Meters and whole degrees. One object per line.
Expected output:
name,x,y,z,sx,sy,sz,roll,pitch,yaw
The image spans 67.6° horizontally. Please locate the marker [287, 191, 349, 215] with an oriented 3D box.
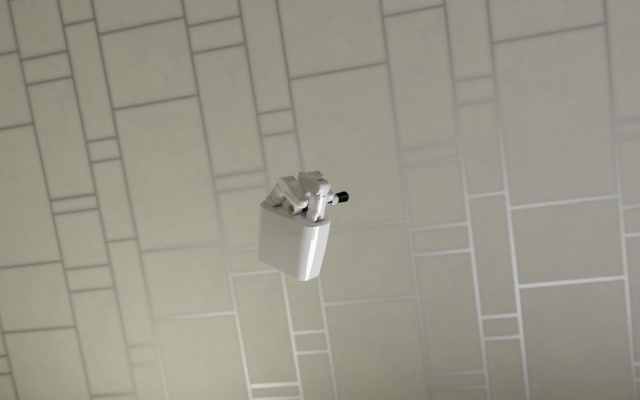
marker,0.000,0.002,0.768,0.121,0.020,0.020,-13,8,-40
